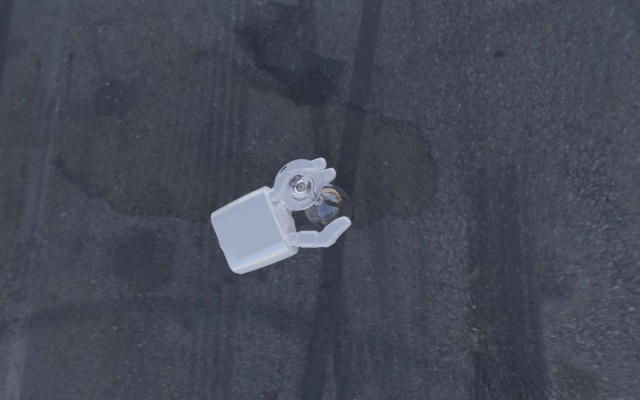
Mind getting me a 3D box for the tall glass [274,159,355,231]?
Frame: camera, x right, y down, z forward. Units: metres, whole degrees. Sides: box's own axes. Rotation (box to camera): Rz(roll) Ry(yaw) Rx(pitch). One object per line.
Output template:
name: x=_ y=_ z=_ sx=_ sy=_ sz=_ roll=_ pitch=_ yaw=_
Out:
tall glass: x=0.000 y=0.002 z=0.753 sx=0.079 sy=0.079 sz=0.201 roll=0 pitch=-14 yaw=19
